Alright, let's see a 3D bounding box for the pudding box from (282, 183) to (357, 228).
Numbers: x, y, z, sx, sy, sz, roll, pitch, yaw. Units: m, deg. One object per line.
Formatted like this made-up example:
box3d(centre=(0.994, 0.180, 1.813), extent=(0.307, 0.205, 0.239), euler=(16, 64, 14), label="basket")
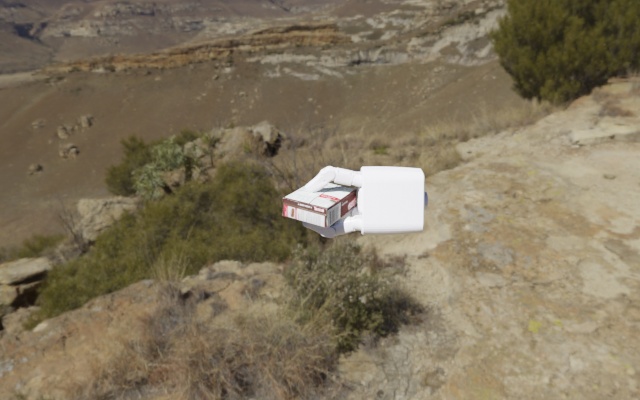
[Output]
box3d(centre=(0.000, 0.003, 0.836), extent=(0.090, 0.039, 0.113), euler=(13, 24, 27), label="pudding box")
